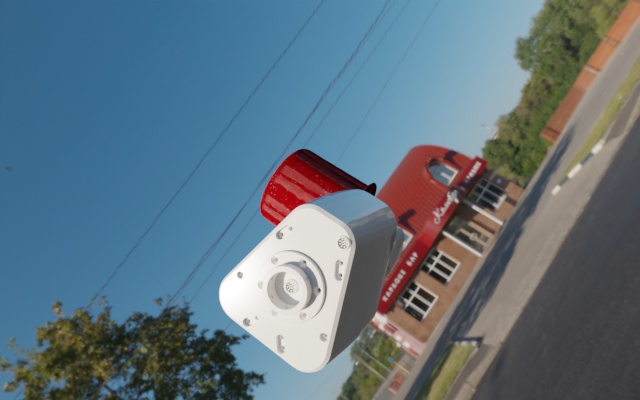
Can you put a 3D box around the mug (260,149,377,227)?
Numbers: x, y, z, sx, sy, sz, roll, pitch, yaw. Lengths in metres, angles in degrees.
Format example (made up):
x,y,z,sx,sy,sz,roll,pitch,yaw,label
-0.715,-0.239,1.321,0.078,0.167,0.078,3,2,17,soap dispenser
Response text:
x,y,z,sx,sy,sz,roll,pitch,yaw,label
0.000,0.001,0.478,0.081,0.093,0.117,33,15,15,mug
